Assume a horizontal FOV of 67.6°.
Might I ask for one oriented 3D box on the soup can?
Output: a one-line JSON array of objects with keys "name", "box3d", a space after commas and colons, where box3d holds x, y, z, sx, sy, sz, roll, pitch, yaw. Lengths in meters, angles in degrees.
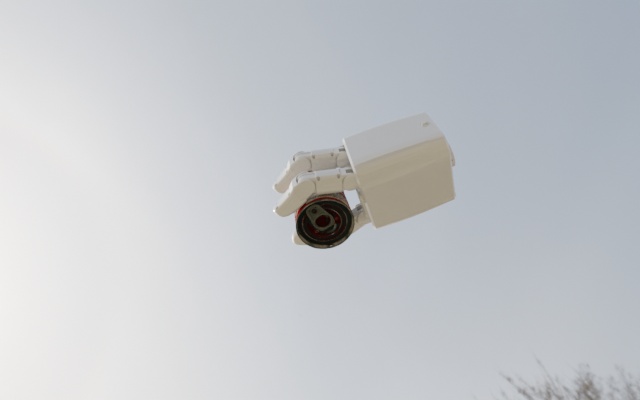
[{"name": "soup can", "box3d": [0.000, 0.002, 0.585, 0.068, 0.068, 0.102, 0, 31, -7]}]
